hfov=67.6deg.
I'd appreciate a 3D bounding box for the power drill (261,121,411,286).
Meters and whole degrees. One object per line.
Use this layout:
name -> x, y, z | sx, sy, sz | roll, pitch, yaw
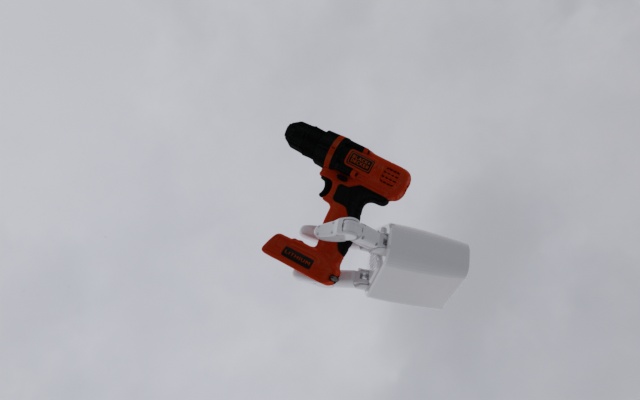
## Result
power drill -> 0.000, 0.003, 0.629 | 0.184, 0.187, 0.057 | 27, -5, 16
